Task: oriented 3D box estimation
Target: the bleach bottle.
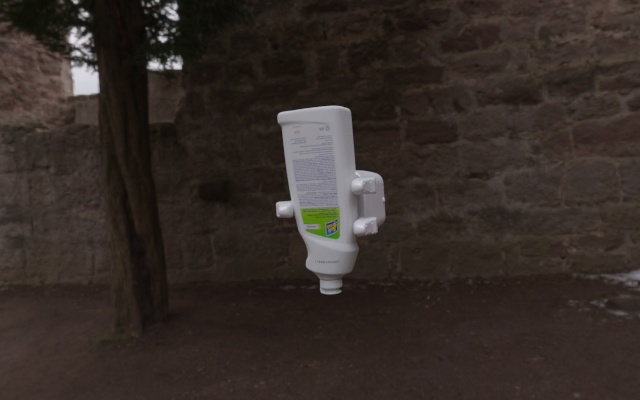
[{"bbox_3d":[0.000,0.002,0.660,0.102,0.251,0.068,-2,3,26],"label":"bleach bottle"}]
